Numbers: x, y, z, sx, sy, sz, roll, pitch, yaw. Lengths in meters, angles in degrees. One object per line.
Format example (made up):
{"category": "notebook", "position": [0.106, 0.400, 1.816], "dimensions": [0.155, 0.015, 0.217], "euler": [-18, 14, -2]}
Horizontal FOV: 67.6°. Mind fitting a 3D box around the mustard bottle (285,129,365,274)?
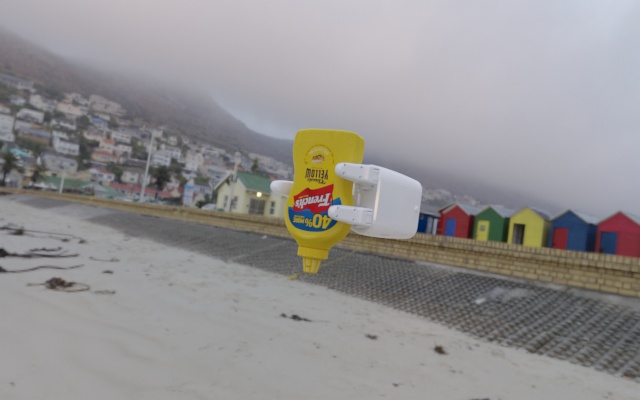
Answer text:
{"category": "mustard bottle", "position": [0.000, 0.002, 0.646], "dimensions": [0.096, 0.191, 0.058], "euler": [7, -4, 24]}
